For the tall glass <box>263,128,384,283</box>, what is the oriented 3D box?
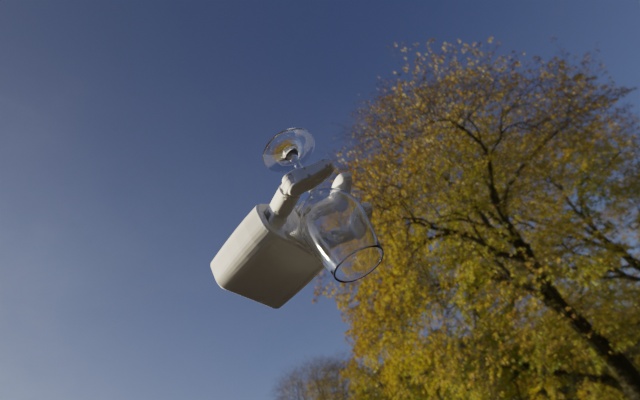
[{"bbox_3d":[0.000,0.001,0.575,0.079,0.079,0.201,0,43,-36],"label":"tall glass"}]
